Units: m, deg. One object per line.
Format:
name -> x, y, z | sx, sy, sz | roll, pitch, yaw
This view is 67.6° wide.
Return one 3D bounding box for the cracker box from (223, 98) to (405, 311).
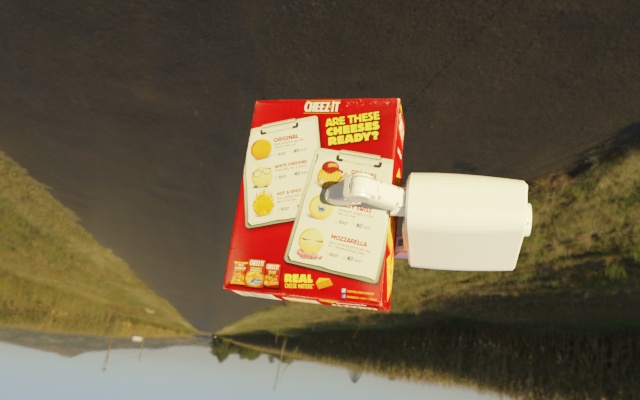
cracker box -> 0.000, 0.002, 0.513 | 0.164, 0.213, 0.072 | 3, -17, 16
